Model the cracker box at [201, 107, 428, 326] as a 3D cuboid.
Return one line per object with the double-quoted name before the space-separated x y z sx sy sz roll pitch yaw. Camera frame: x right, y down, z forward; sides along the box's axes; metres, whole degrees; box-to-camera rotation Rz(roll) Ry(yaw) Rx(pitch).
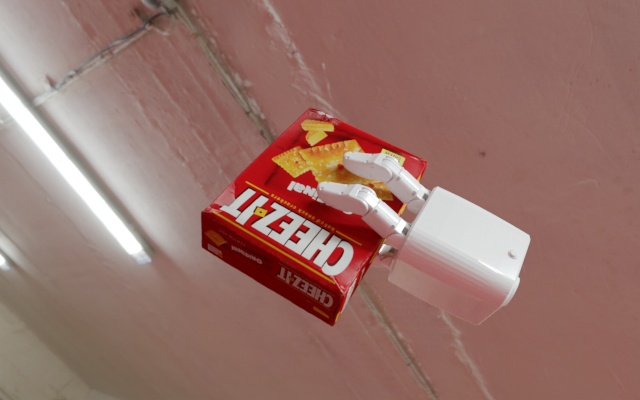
"cracker box" 0.000 0.002 0.526 0.164 0.072 0.213 28 50 14
